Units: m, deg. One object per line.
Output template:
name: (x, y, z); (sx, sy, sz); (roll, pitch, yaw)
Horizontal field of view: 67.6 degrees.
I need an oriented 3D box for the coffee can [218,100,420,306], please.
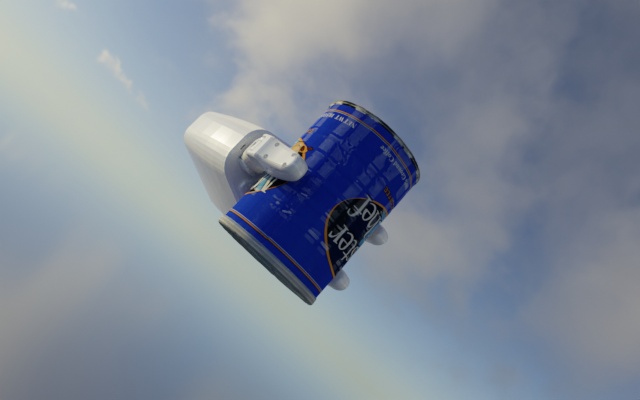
coffee can: (0.000, 0.001, 0.403); (0.103, 0.140, 0.103); (40, -13, 11)
